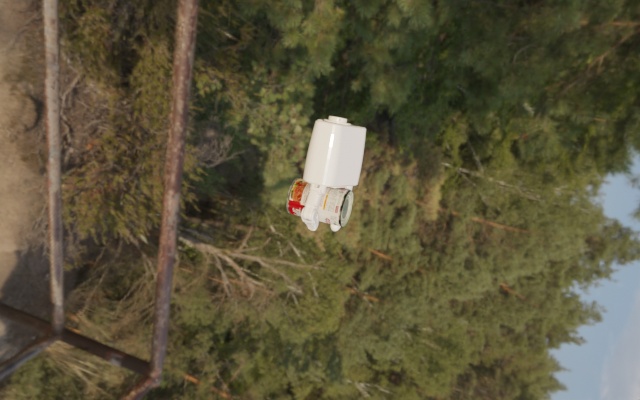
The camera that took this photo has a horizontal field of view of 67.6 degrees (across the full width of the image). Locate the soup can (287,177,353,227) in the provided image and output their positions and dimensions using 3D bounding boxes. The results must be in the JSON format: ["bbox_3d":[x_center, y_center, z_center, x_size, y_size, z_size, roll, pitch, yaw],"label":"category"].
[{"bbox_3d":[0.000,0.003,0.849,0.102,0.068,0.068,14,4,17],"label":"soup can"}]
